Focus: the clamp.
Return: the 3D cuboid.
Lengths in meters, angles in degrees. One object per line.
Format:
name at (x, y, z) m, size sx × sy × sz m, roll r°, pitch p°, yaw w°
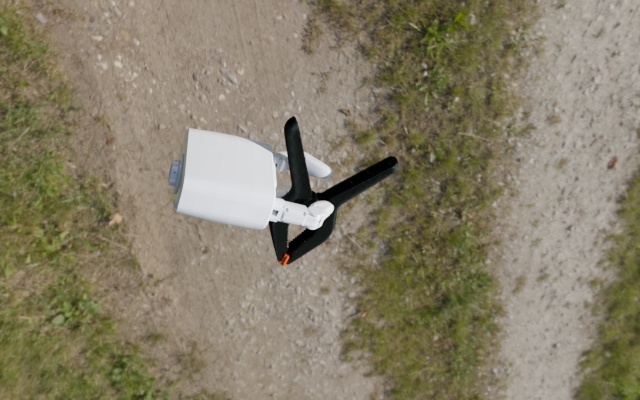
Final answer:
clamp at (0.000, 0.003, 0.639) m, size 0.164 × 0.210 × 0.036 m, roll 12°, pitch 28°, yaw -21°
